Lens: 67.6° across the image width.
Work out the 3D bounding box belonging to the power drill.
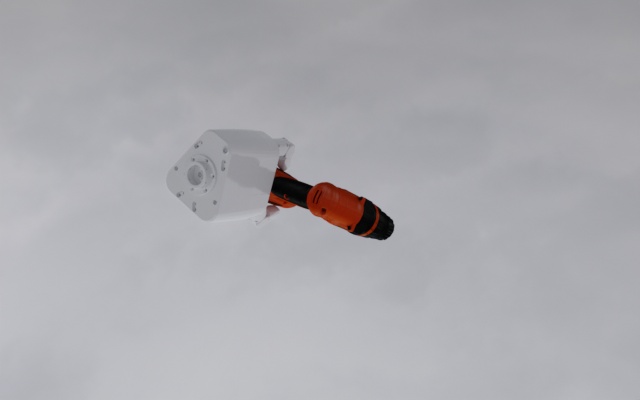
[{"bbox_3d":[0.000,0.002,0.697,0.187,0.057,0.184,17,-7,39],"label":"power drill"}]
